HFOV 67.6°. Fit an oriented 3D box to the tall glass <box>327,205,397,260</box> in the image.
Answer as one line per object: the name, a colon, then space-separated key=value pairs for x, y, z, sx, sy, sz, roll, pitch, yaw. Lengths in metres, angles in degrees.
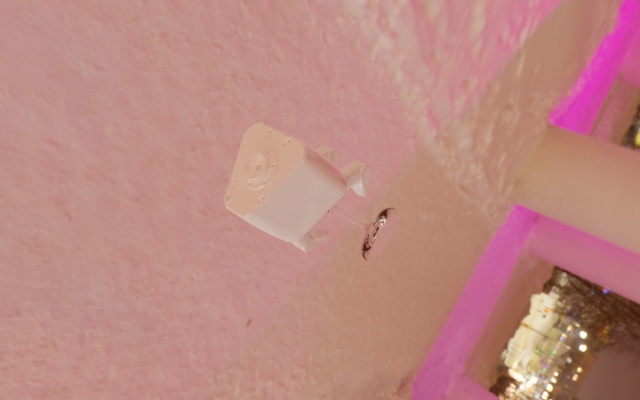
tall glass: x=0.001 y=0.003 z=0.650 sx=0.201 sy=0.079 sz=0.079 roll=28 pitch=16 yaw=32
